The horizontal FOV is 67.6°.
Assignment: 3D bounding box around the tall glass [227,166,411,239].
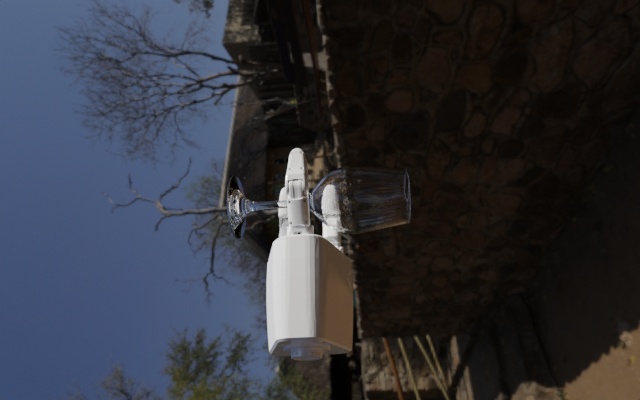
[{"bbox_3d":[-0.001,0.002,0.550,0.201,0.079,0.079,-4,0,5],"label":"tall glass"}]
